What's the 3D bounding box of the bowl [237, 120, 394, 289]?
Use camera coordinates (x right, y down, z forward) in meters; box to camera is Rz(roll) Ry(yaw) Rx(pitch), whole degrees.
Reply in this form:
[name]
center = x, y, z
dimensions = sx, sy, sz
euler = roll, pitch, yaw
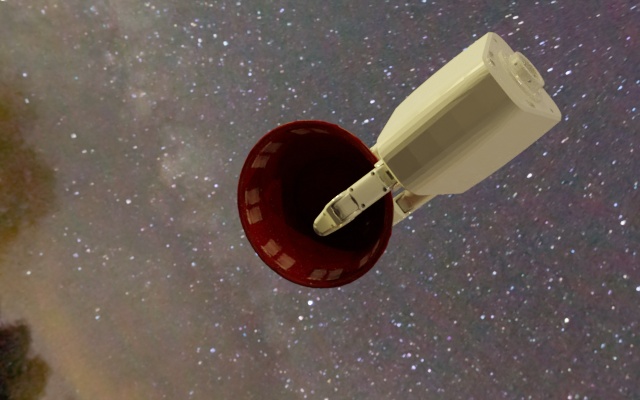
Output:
[bowl]
center = -0.001, 0.002, 0.471
dimensions = 0.162, 0.162, 0.055
euler = 0, 10, 24
